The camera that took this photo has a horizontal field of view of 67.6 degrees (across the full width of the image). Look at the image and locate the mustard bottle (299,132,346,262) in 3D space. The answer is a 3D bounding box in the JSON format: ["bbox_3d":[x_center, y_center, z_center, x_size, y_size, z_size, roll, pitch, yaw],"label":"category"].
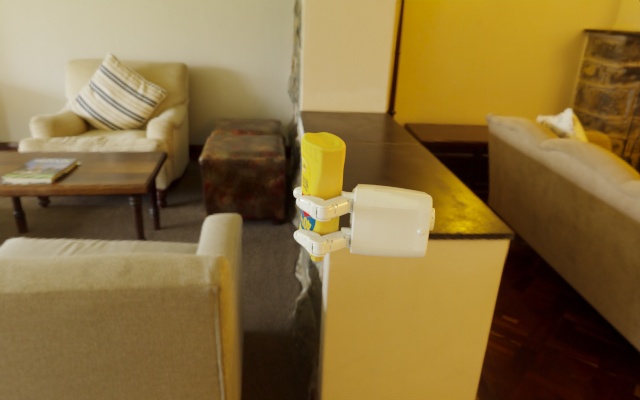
[{"bbox_3d":[0.000,0.002,0.703,0.058,0.192,0.096,-5,23,-17],"label":"mustard bottle"}]
